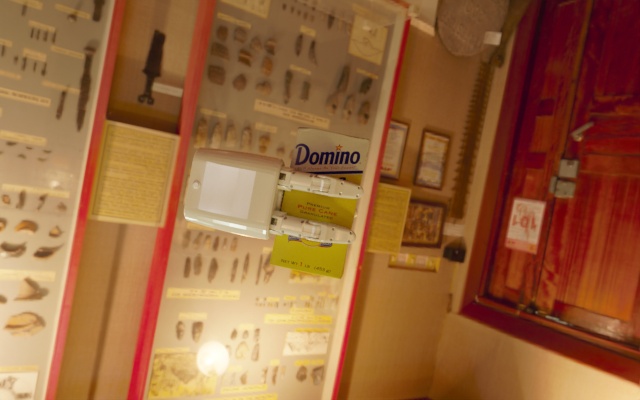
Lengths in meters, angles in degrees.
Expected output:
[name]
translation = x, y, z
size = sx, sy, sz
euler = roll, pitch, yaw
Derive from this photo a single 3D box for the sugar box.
[sugar box]
translation = 0.000, 0.002, 0.600
size = 0.093, 0.176, 0.048
euler = 11, 1, 4
